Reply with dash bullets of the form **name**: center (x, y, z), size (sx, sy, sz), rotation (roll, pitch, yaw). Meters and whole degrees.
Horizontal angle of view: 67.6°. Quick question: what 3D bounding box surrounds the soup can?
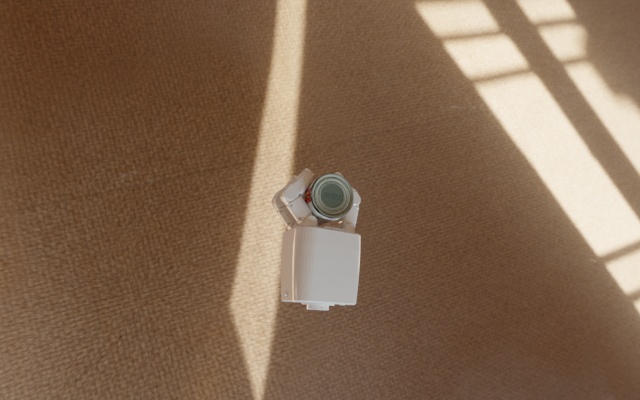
- **soup can**: center (0.000, 0.002, 0.722), size (0.068, 0.068, 0.102), rotation (0, -11, -21)
